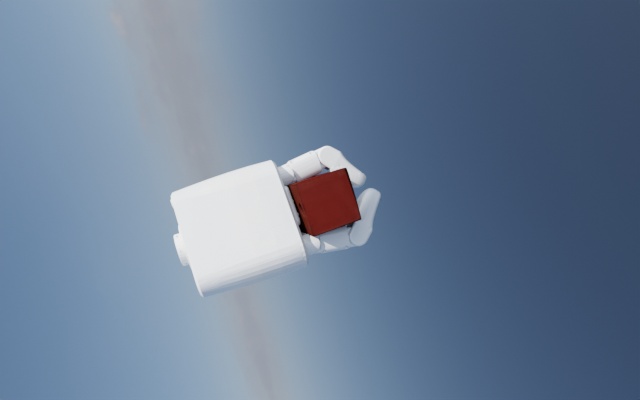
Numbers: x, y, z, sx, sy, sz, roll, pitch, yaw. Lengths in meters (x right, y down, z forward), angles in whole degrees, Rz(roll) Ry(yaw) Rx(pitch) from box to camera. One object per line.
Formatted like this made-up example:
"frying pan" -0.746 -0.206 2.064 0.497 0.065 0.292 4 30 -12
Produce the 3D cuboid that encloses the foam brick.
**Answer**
"foam brick" 0.000 0.001 0.474 0.051 0.053 0.078 -18 3 -12
